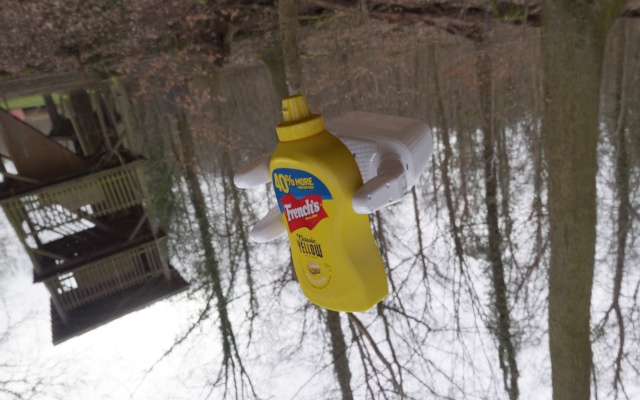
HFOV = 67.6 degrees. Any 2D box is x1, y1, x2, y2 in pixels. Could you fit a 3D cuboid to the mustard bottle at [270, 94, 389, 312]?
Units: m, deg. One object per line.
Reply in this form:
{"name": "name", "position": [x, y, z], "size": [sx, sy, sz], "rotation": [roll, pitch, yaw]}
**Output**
{"name": "mustard bottle", "position": [0.000, 0.002, 0.426], "size": [0.058, 0.192, 0.096], "rotation": [-26, 21, -35]}
